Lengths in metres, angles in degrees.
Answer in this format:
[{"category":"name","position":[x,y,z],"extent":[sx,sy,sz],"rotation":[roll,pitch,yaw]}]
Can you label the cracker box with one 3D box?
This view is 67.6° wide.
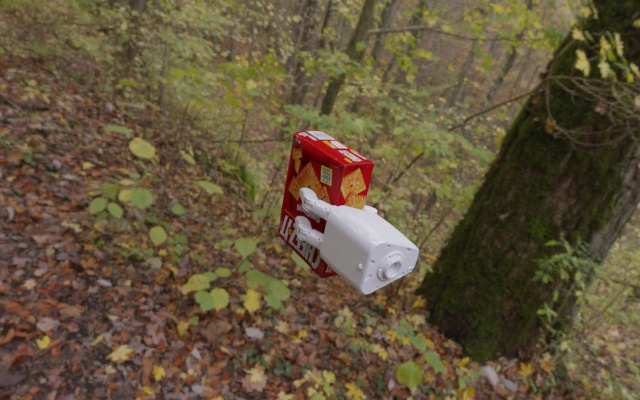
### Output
[{"category":"cracker box","position":[0.000,0.003,0.845],"extent":[0.072,0.214,0.164],"rotation":[-6,29,-34]}]
